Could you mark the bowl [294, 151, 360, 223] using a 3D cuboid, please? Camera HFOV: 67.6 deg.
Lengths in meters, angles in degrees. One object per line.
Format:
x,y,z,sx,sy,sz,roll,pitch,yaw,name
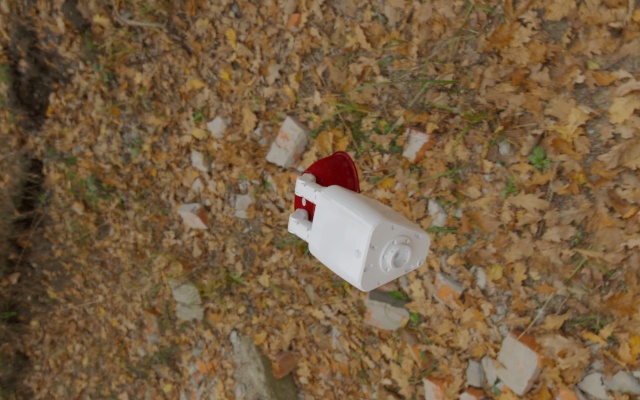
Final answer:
-0.001,0.002,0.726,0.055,0.162,0.162,4,-2,-22,bowl
